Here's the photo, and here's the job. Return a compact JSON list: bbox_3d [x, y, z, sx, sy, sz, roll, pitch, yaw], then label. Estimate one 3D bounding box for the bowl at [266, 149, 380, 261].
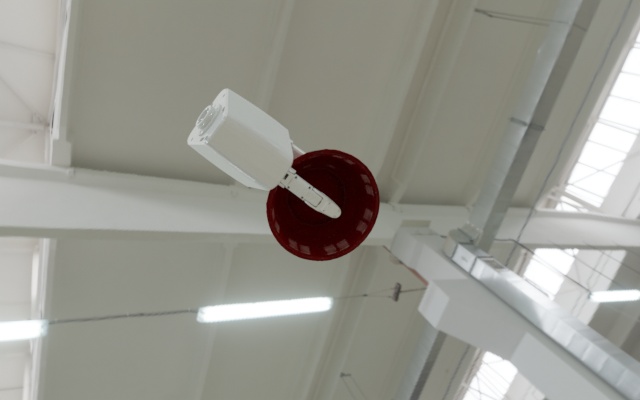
[{"bbox_3d":[0.001,0.003,0.684,0.162,0.162,0.055,0,16,-13],"label":"bowl"}]
